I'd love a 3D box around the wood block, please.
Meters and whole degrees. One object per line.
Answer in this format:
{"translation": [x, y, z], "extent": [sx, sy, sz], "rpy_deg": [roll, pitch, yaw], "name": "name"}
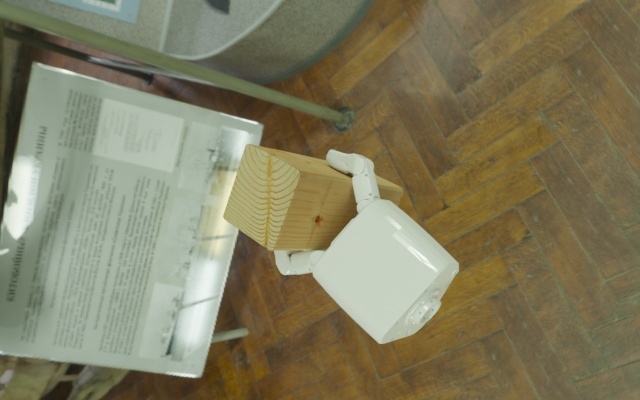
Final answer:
{"translation": [0.000, 0.002, 0.576], "extent": [0.090, 0.091, 0.206], "rpy_deg": [29, 14, 37], "name": "wood block"}
